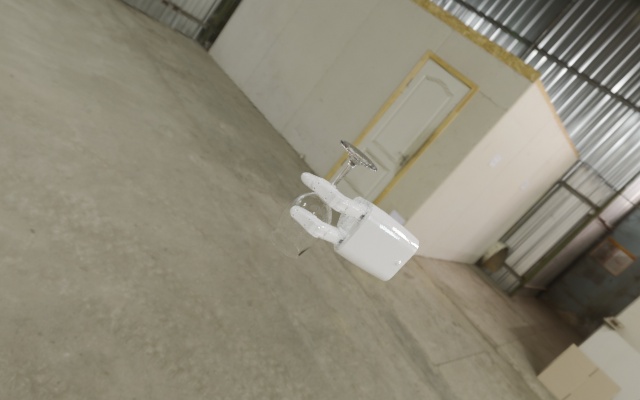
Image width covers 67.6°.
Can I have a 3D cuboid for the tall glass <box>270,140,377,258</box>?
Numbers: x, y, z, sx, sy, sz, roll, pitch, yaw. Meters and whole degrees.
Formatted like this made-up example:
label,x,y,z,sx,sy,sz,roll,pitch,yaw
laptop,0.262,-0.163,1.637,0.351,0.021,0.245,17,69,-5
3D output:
label,x,y,z,sx,sy,sz,roll,pitch,yaw
tall glass,0.000,0.002,0.775,0.079,0.201,0.079,36,18,-13
